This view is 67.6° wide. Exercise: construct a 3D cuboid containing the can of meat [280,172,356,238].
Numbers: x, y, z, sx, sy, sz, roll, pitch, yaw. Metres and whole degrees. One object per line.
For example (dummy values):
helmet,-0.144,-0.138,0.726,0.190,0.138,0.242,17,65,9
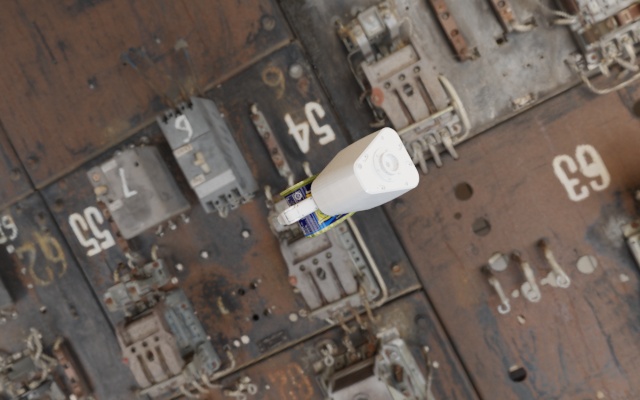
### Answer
can of meat,0.000,0.003,0.757,0.102,0.084,0.057,-29,1,-39
